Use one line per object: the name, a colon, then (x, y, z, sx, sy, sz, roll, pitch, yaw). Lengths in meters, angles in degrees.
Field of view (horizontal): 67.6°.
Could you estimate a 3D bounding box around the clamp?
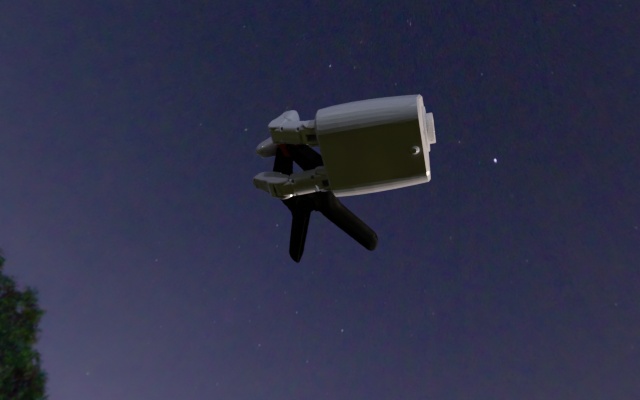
clamp: (0.000, 0.001, 0.575, 0.120, 0.171, 0.039, -7, 29, 16)
